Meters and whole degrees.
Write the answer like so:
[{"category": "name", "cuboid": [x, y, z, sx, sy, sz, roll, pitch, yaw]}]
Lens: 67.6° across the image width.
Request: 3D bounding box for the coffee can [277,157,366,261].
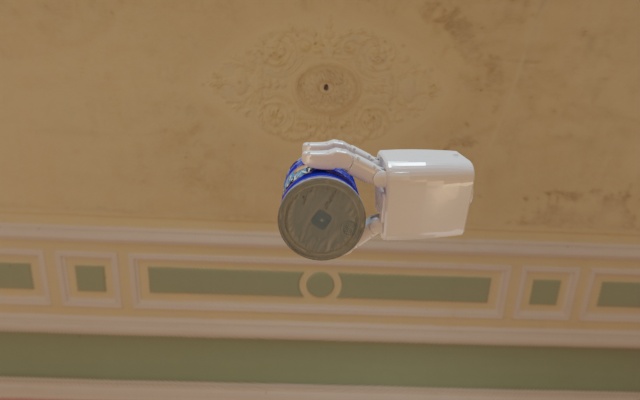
[{"category": "coffee can", "cuboid": [0.000, 0.002, 0.617, 0.103, 0.103, 0.140, 0, 18, -1]}]
